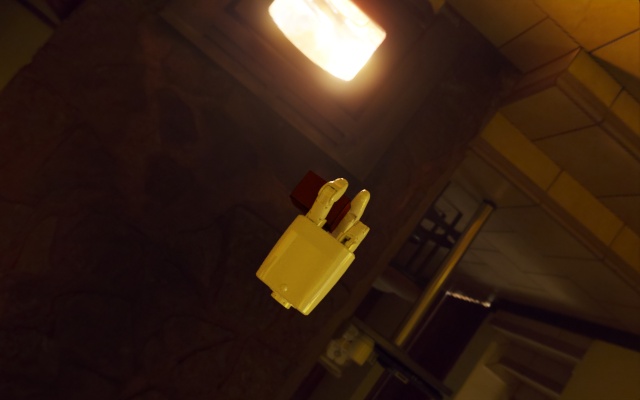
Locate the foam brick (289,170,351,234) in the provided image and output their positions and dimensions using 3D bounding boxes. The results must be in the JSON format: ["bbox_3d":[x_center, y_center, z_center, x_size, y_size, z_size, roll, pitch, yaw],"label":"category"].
[{"bbox_3d":[0.000,0.002,0.710,0.078,0.051,0.053,37,-10,13],"label":"foam brick"}]
